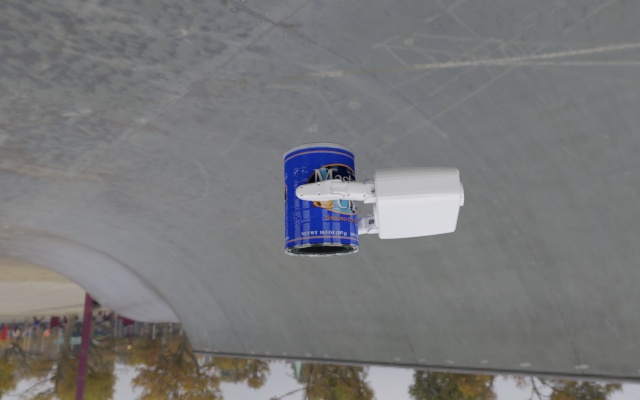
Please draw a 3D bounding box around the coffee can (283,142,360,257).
[{"bbox_3d":[0.000,0.002,0.668,0.103,0.140,0.103,-2,-14,0],"label":"coffee can"}]
